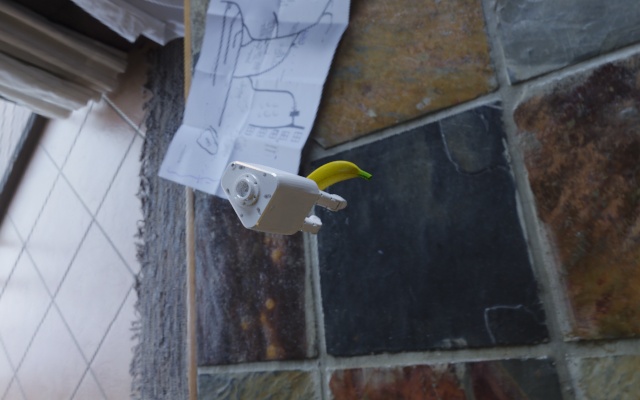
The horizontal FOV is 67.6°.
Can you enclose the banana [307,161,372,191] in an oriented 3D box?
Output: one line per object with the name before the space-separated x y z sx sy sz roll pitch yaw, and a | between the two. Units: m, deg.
banana | -0.006 -0.015 0.859 0.198 0.069 0.037 -35 -17 21
